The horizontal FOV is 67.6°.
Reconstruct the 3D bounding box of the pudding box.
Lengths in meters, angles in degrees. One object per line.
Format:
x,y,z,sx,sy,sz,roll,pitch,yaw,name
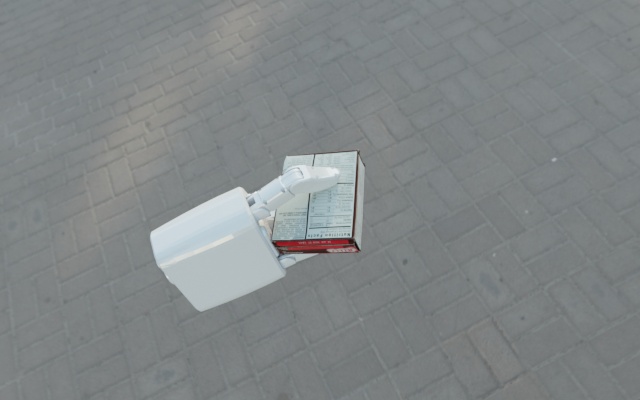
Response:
0.000,0.002,0.517,0.090,0.113,0.039,-2,-29,15,pudding box
